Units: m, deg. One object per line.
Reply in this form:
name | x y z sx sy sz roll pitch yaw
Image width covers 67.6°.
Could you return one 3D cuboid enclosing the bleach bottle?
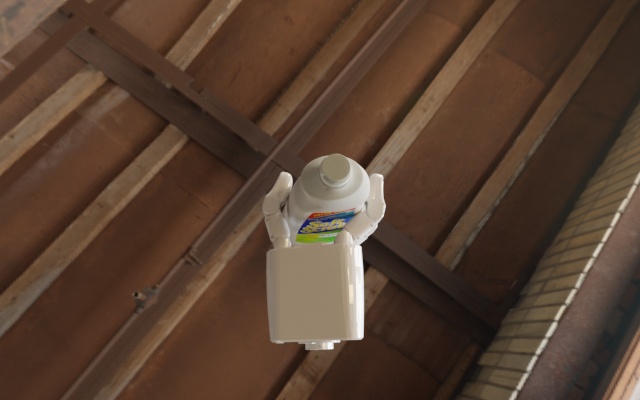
bleach bottle | 0.000 0.002 0.582 0.102 0.068 0.251 -2 -16 -4
